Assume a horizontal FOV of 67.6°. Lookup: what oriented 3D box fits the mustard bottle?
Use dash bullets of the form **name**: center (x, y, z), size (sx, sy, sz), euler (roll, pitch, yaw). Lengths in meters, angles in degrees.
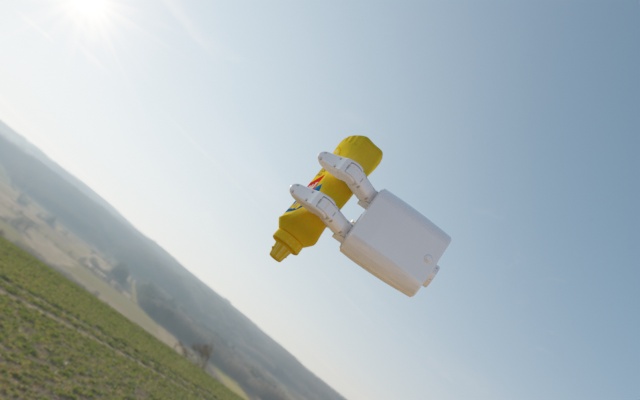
- **mustard bottle**: center (0.000, 0.002, 0.625), size (0.058, 0.191, 0.096), euler (42, -18, -13)
